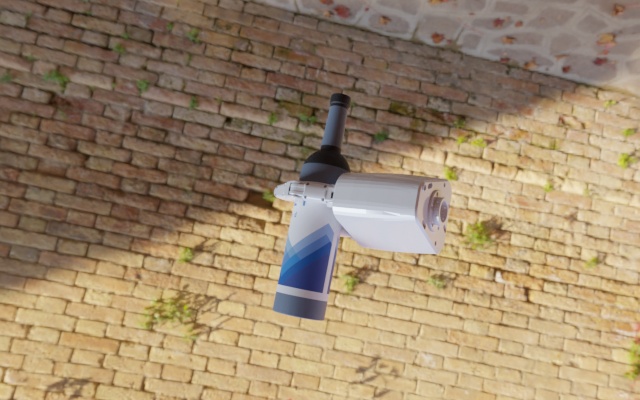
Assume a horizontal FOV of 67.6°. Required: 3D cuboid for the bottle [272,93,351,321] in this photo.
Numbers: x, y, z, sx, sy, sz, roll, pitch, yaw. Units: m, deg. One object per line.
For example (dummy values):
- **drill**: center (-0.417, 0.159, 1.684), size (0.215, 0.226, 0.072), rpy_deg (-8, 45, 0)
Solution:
- **bottle**: center (0.000, 0.002, 0.623), size (0.069, 0.295, 0.069), rpy_deg (11, -9, 2)
